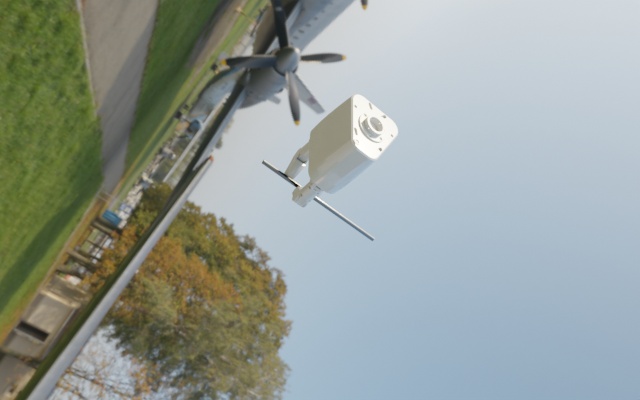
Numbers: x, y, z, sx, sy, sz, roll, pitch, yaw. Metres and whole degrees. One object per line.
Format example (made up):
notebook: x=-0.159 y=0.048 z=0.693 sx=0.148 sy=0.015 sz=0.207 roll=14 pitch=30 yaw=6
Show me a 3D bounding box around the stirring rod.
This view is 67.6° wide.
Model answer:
stirring rod: x=0.000 y=0.003 z=0.813 sx=0.239 sy=0.011 sz=0.011 roll=35 pitch=-12 yaw=-17
